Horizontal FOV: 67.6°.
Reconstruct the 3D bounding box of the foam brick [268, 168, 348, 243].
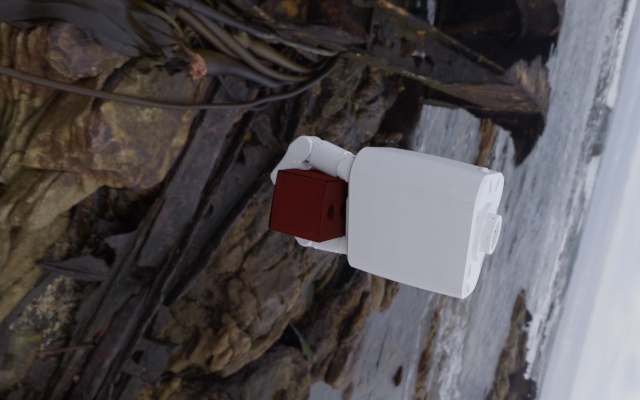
[{"bbox_3d":[0.000,0.001,0.422,0.051,0.053,0.078,15,13,29],"label":"foam brick"}]
